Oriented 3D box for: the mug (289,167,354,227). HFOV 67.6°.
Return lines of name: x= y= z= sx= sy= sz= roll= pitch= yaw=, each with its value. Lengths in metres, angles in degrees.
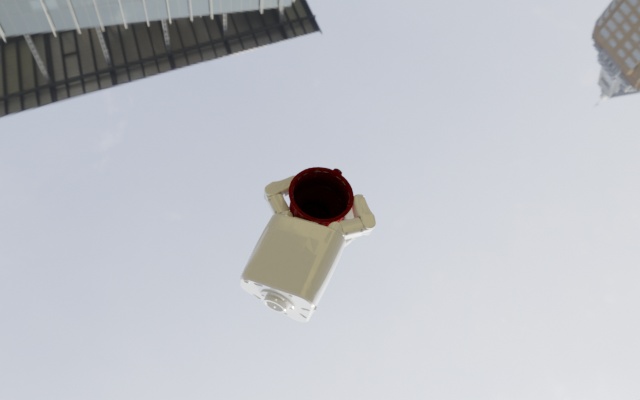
mug: x=0.001 y=0.001 z=0.709 sx=0.093 sy=0.117 sz=0.081 roll=25 pitch=-33 yaw=5
